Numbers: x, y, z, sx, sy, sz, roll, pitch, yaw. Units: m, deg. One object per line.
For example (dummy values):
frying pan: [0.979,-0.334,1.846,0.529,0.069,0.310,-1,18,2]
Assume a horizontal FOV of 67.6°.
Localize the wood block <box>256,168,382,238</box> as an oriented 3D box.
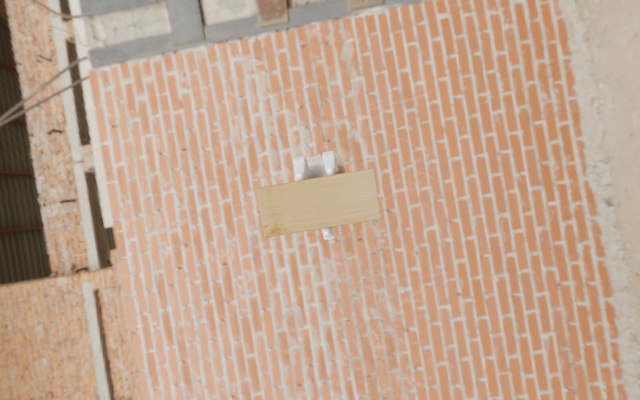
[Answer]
wood block: [0.000,0.003,0.863,0.206,0.091,0.090,-10,2,5]
